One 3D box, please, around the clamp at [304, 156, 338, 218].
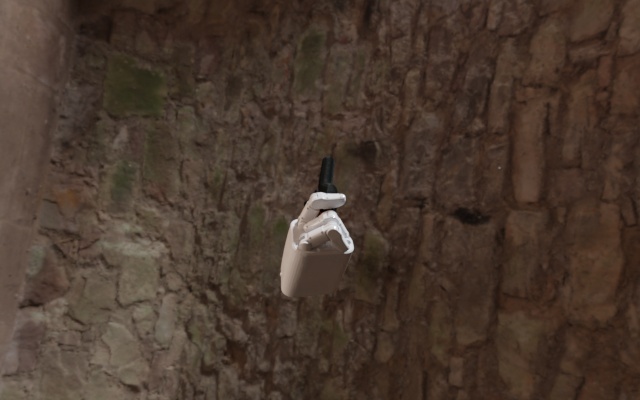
[{"bbox_3d":[0.001,0.003,0.894,0.039,0.120,0.171,14,31,-9],"label":"clamp"}]
